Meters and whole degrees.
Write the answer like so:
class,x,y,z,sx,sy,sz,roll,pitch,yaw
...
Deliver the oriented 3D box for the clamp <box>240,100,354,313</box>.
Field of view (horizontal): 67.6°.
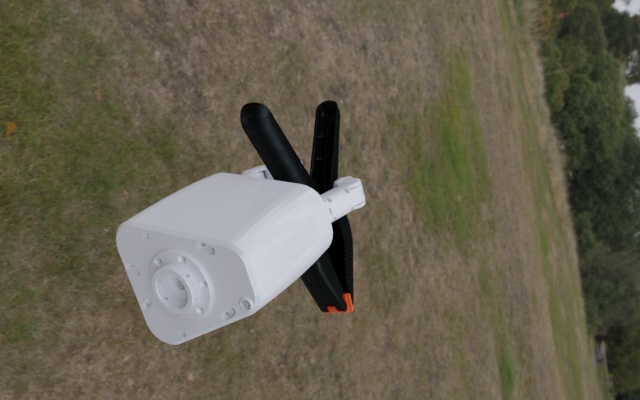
class,x,y,z,sx,sy,sz,roll,pitch,yaw
clamp,0.001,0.002,0.451,0.036,0.210,0.164,-8,15,26
